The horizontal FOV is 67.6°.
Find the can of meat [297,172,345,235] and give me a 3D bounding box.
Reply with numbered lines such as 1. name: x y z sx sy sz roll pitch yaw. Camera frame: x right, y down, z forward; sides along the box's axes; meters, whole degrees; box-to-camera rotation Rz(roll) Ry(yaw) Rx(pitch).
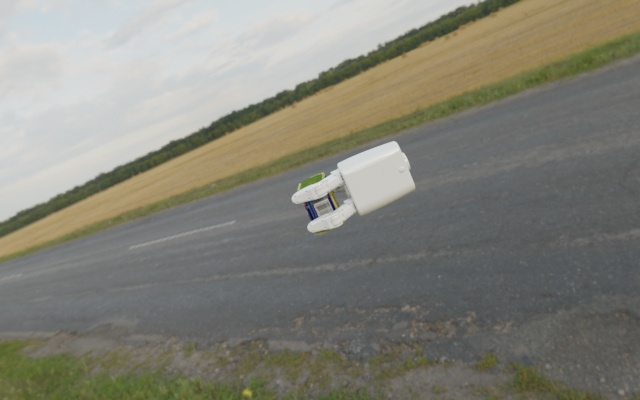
1. can of meat: 0.000 0.002 0.843 0.057 0.084 0.102 -23 12 5
